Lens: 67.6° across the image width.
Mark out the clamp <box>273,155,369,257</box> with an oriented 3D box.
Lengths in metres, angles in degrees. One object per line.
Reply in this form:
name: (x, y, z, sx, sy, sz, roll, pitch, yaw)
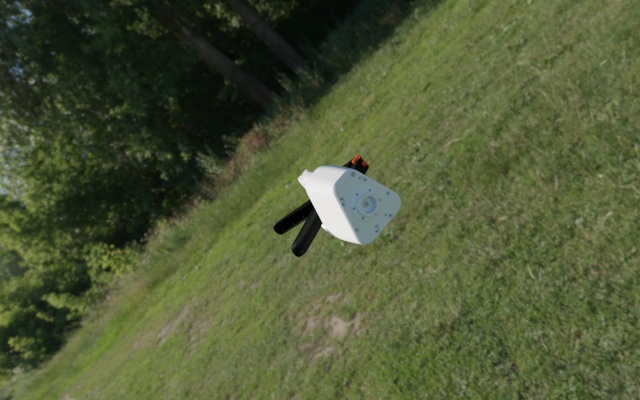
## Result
clamp: (0.000, 0.002, 0.844, 0.036, 0.210, 0.164, 46, -12, -20)
